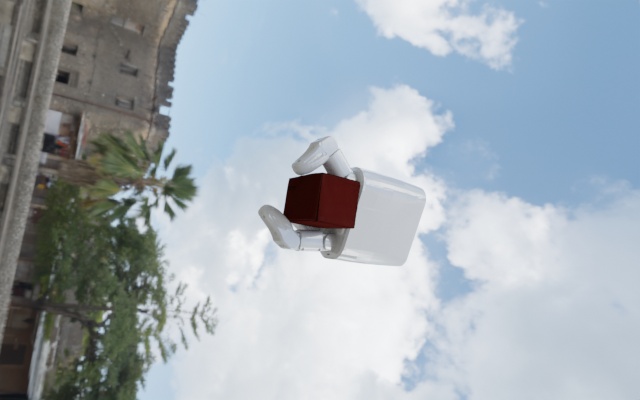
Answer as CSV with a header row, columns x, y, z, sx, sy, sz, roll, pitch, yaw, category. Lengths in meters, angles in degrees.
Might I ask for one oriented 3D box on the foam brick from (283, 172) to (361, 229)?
x,y,z,sx,sy,sz,roll,pitch,yaw,category
0.000,0.002,0.530,0.051,0.053,0.078,13,-8,-30,foam brick
